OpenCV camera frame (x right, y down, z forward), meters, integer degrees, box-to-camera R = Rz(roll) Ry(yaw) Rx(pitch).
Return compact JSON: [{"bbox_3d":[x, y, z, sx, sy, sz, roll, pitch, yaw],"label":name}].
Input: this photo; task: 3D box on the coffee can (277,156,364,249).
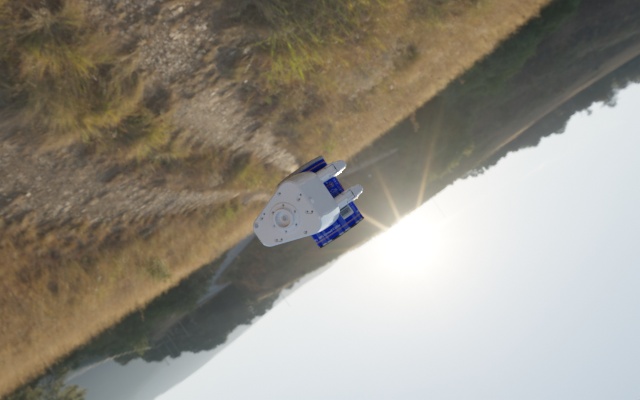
[{"bbox_3d":[0.000,0.003,0.887,0.103,0.140,0.103,-35,-1,-1],"label":"coffee can"}]
